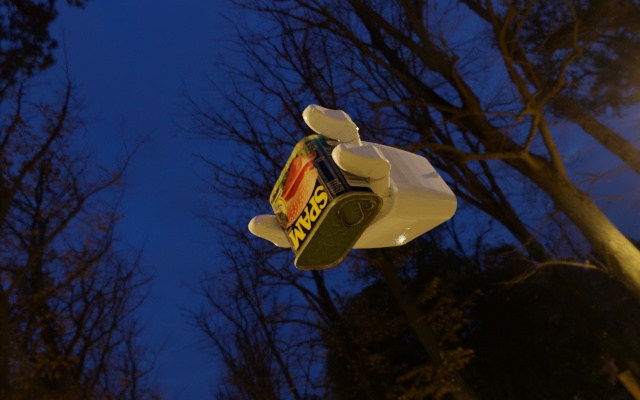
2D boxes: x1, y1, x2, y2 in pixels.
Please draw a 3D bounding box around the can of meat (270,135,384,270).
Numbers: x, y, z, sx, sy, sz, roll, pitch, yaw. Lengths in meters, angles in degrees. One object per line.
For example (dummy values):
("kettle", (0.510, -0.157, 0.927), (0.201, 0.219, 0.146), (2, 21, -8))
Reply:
("can of meat", (0.000, 0.001, 0.452), (0.057, 0.084, 0.102), (2, -46, -36))
